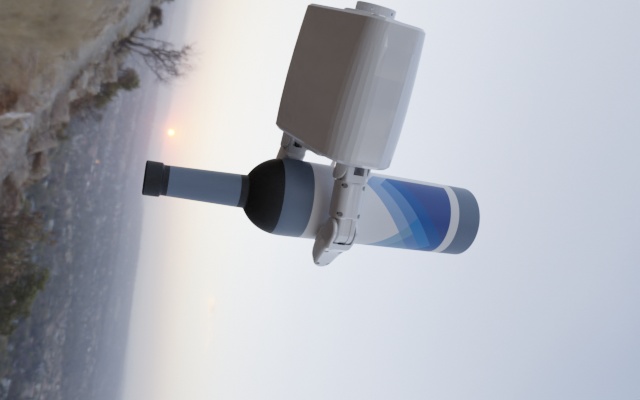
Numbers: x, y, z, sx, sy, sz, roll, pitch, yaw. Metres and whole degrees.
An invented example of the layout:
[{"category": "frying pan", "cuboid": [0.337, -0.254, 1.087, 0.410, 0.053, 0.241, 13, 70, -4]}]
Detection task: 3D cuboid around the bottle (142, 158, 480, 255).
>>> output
[{"category": "bottle", "cuboid": [0.000, 0.002, 0.421, 0.296, 0.069, 0.069, 8, -3, -21]}]
